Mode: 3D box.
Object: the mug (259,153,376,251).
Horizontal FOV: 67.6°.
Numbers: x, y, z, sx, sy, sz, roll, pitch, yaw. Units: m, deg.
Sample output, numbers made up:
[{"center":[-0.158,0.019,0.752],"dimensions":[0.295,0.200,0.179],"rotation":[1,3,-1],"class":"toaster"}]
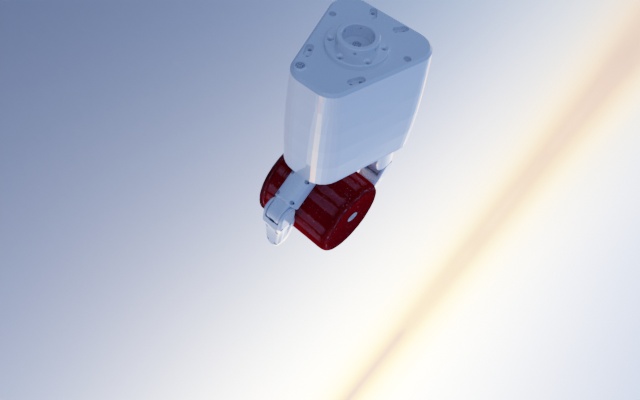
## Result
[{"center":[0.000,0.002,0.486],"dimensions":[0.081,0.093,0.117],"rotation":[38,-25,18],"class":"mug"}]
